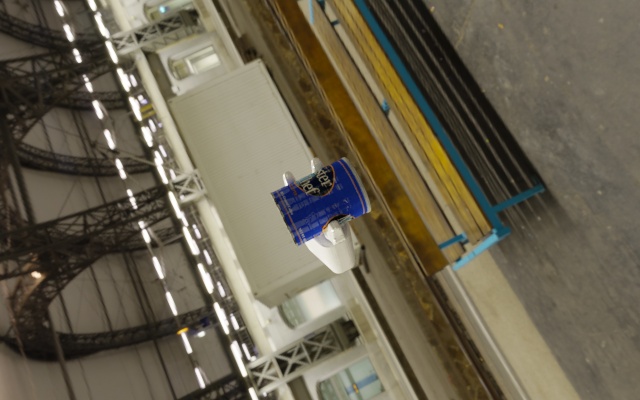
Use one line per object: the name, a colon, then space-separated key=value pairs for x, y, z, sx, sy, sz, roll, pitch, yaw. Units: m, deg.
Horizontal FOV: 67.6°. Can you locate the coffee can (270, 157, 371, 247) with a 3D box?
coffee can: x=0.000 y=0.003 z=0.806 sx=0.140 sy=0.103 sz=0.103 roll=-26 pitch=3 yaw=-5
